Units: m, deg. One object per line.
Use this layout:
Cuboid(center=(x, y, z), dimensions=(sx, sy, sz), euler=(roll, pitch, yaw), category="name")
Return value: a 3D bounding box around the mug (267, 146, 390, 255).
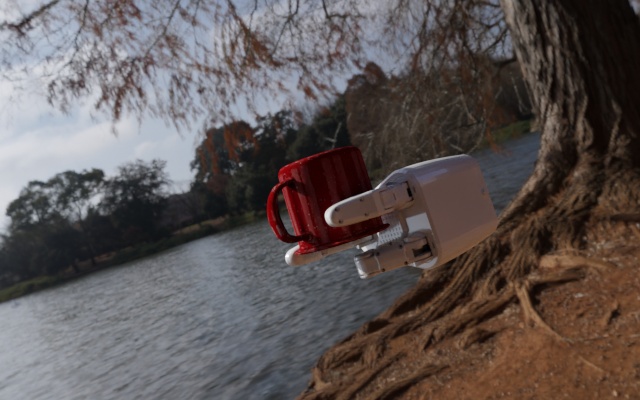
Cuboid(center=(-0.001, 0.002, 0.442), dimensions=(0.117, 0.081, 0.093), euler=(-16, -1, -37), category="mug")
